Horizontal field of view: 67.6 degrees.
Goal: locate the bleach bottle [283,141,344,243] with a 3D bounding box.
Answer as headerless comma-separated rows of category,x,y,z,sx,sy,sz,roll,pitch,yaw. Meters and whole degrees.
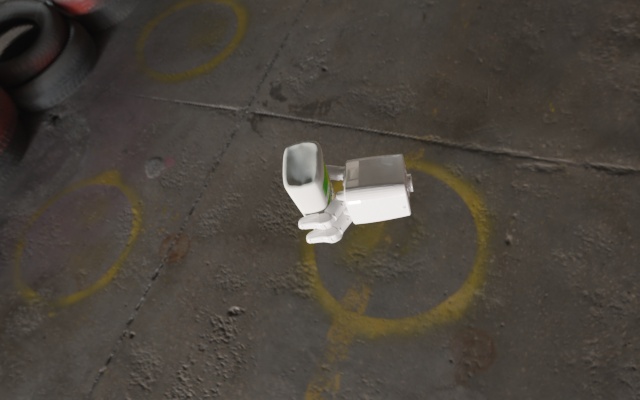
bleach bottle,0.000,0.003,0.891,0.068,0.102,0.251,-8,-31,13
